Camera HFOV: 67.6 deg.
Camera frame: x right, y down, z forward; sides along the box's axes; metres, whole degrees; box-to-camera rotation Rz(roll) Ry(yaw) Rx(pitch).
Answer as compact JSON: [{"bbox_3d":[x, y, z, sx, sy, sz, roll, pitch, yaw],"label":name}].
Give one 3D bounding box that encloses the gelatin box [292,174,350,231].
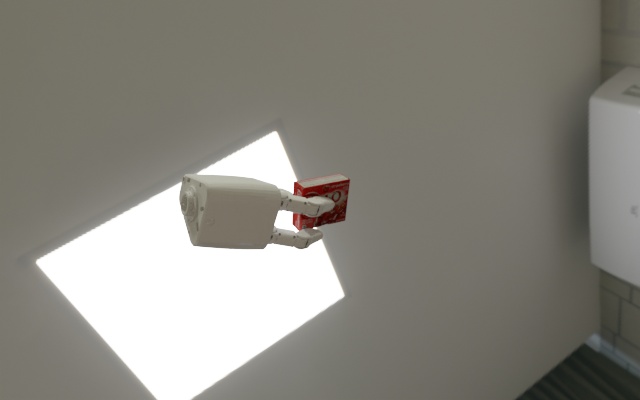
[{"bbox_3d":[0.000,0.002,0.736,0.089,0.073,0.030,-12,30,-32],"label":"gelatin box"}]
